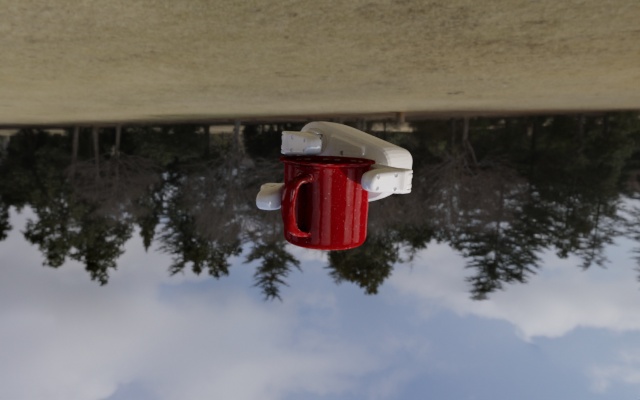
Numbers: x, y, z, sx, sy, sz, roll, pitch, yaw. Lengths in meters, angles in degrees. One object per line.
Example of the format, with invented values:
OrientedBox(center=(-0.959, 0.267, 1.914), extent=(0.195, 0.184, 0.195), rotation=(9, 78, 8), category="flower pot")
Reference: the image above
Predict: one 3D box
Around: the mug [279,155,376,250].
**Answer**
OrientedBox(center=(-0.001, 0.002, 0.455), extent=(0.093, 0.081, 0.117), rotation=(7, 10, 26), category="mug")
